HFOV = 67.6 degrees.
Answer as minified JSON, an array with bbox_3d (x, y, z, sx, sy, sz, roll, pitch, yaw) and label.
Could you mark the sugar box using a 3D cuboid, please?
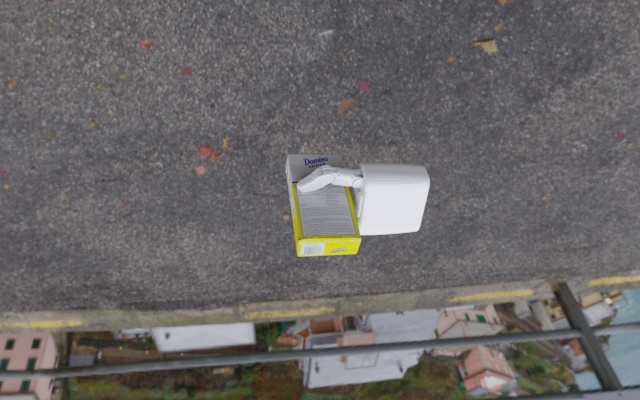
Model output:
[{"bbox_3d":[0.000,0.003,0.748,0.093,0.176,0.048,0,-43,-11],"label":"sugar box"}]
